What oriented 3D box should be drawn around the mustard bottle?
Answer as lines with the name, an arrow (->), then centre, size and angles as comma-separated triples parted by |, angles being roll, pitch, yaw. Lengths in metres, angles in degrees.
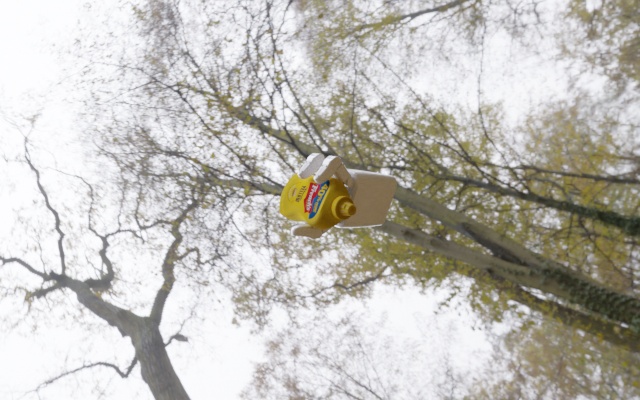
mustard bottle -> 0.000, 0.003, 0.872 | 0.058, 0.096, 0.191 | 31, -10, -35
